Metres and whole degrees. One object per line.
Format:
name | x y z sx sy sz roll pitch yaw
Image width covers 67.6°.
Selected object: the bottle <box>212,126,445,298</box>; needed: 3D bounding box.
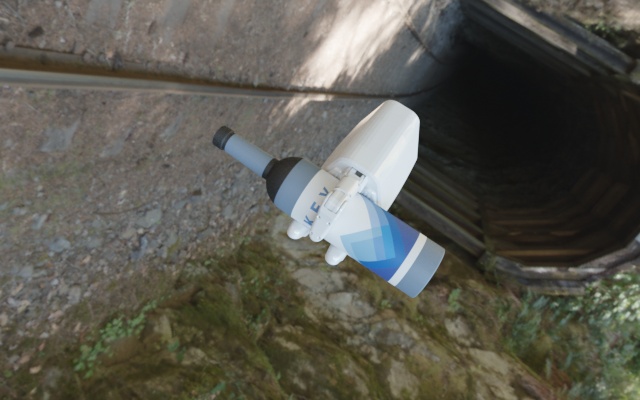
bottle | 0.000 0.002 0.556 0.295 0.069 0.069 33 4 7
